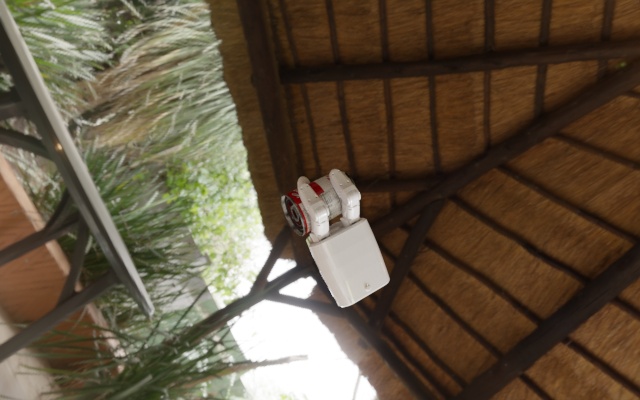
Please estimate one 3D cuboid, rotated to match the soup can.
[{"bbox_3d":[0.000,0.002,0.732,0.102,0.068,0.068,-26,10,-21],"label":"soup can"}]
